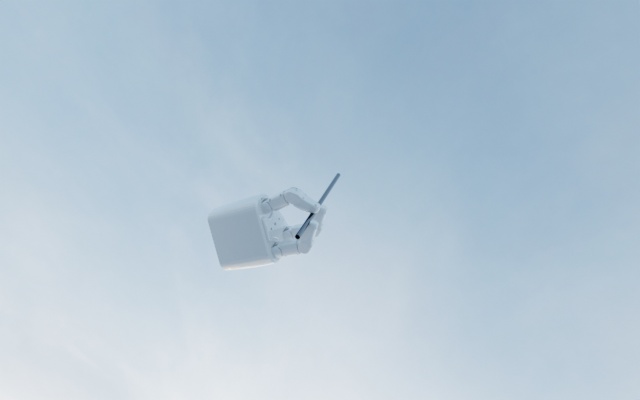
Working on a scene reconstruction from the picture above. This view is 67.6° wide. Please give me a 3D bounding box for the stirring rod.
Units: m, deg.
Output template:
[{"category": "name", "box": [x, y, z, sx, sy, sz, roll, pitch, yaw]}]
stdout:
[{"category": "stirring rod", "box": [0.000, 0.003, 0.806, 0.011, 0.011, 0.239, 0, 25, 18]}]
